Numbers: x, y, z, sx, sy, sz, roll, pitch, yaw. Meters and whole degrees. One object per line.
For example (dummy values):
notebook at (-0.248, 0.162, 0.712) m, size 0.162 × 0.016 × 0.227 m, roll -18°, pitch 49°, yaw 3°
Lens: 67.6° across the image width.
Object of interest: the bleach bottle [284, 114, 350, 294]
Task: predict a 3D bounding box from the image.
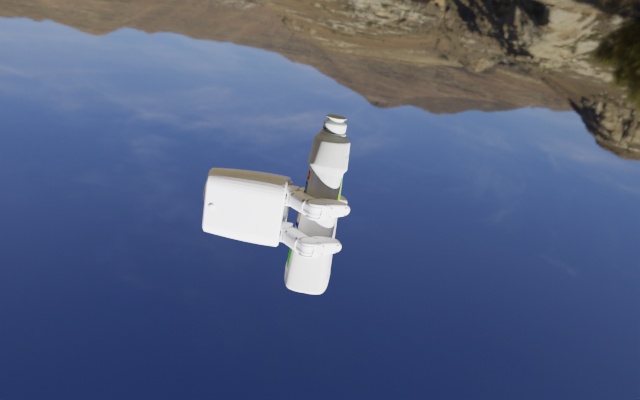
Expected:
bleach bottle at (0.000, 0.002, 0.681) m, size 0.068 × 0.251 × 0.102 m, roll 10°, pitch 20°, yaw -1°
